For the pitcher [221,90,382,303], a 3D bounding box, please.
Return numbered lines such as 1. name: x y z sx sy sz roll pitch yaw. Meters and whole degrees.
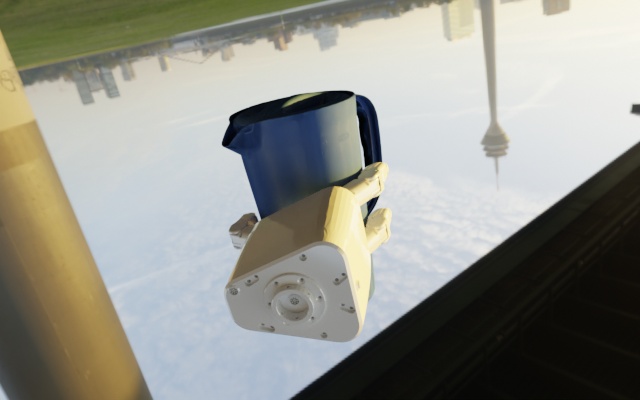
1. pitcher: 0.000 0.002 0.538 0.149 0.243 0.145 -8 21 11
